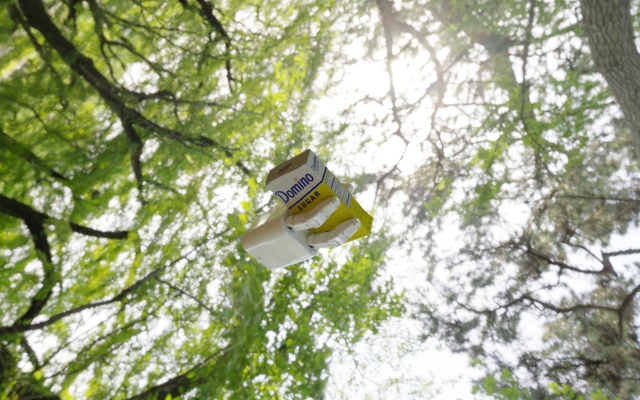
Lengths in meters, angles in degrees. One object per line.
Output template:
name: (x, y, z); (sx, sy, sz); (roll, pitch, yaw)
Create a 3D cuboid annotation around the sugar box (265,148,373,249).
sugar box: (0.000, 0.003, 0.790); (0.093, 0.048, 0.176); (-25, -55, 33)
